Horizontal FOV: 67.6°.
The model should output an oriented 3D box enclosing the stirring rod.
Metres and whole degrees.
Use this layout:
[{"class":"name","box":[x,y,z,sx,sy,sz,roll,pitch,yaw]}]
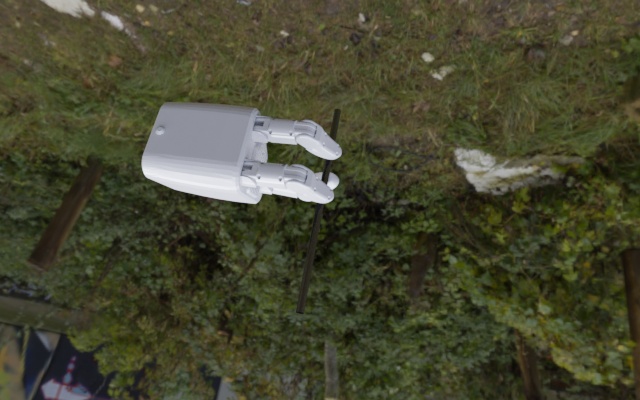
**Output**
[{"class":"stirring rod","box":[0.000,0.002,0.514,0.011,0.239,0.011,9,-24,4]}]
